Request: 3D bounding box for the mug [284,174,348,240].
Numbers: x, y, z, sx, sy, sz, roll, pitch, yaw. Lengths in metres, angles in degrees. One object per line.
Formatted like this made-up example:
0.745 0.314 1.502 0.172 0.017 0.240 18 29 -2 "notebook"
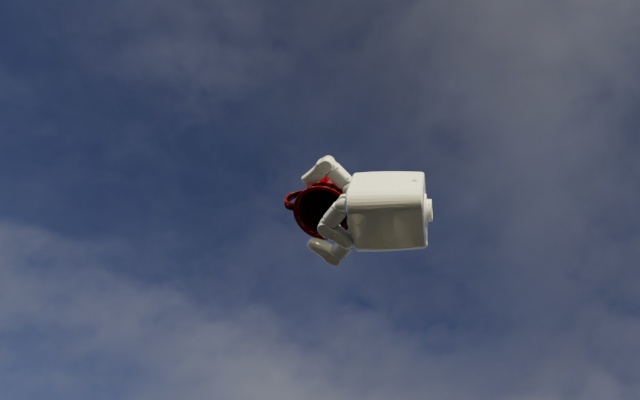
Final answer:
-0.001 0.002 0.770 0.117 0.093 0.081 2 27 14 "mug"
